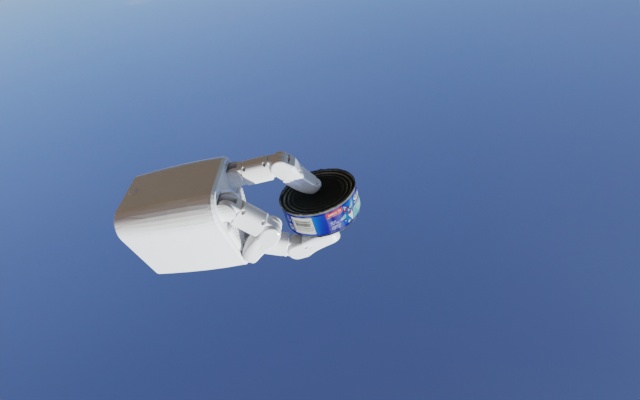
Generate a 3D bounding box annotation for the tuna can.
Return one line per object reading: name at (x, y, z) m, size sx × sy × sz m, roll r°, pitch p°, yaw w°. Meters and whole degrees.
tuna can at (0.000, 0.002, 0.524) m, size 0.086 × 0.034 × 0.086 m, roll -12°, pitch 33°, yaw 8°
